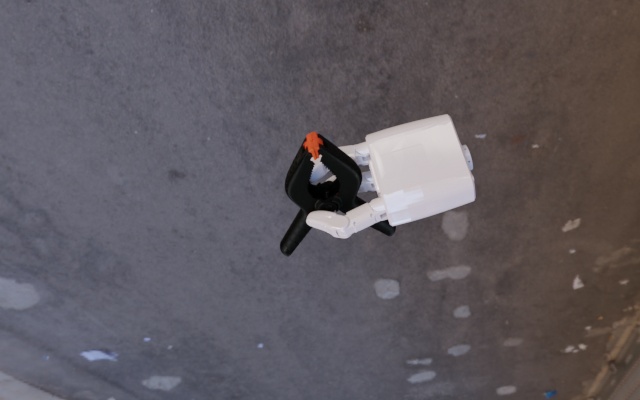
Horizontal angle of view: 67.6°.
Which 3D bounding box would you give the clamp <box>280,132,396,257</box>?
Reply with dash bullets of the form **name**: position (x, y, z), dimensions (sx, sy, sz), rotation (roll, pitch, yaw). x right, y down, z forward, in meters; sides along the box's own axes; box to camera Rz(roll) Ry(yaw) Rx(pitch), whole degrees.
- **clamp**: position (0.000, 0.002, 0.607), dimensions (0.164, 0.036, 0.210), rotation (-17, -41, 8)
